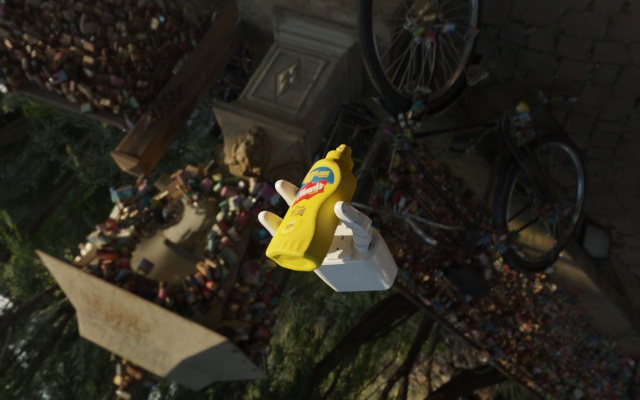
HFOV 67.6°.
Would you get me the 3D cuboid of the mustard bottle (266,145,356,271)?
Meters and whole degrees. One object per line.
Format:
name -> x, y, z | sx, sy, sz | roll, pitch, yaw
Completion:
mustard bottle -> 0.000, 0.002, 0.661 | 0.058, 0.191, 0.096 | 39, -27, -26
